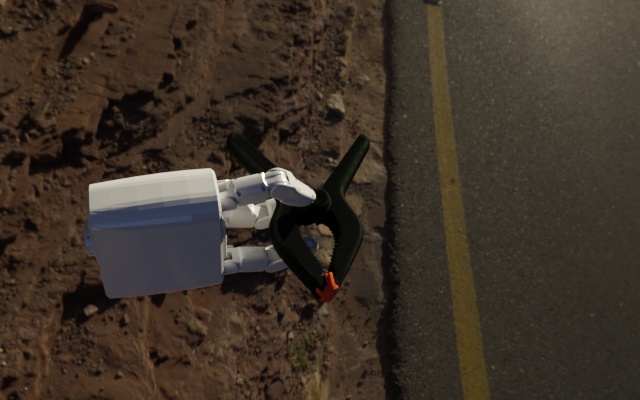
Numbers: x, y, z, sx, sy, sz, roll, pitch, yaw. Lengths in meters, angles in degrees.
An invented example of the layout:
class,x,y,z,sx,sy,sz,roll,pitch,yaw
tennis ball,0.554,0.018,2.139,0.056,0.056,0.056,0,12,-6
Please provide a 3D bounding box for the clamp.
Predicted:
class,x,y,z,sx,sy,sz,roll,pitch,yaw
clamp,0.000,0.002,0.498,0.164,0.209,0.036,-8,-34,-17
